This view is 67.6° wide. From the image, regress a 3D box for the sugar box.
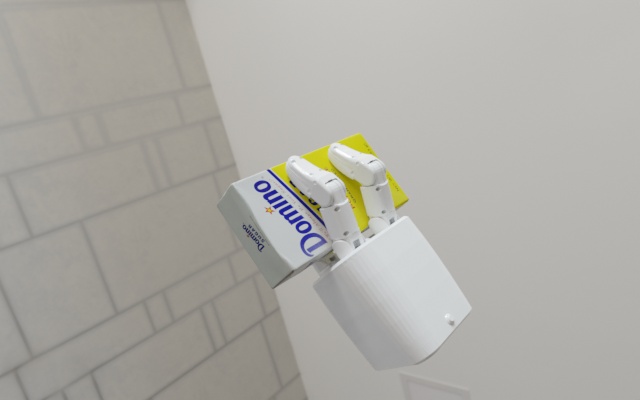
[{"bbox_3d":[0.000,0.001,0.458,0.176,0.093,0.048,-27,-12,-44],"label":"sugar box"}]
